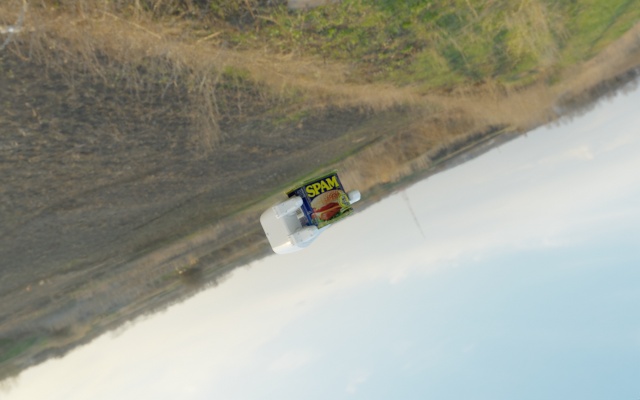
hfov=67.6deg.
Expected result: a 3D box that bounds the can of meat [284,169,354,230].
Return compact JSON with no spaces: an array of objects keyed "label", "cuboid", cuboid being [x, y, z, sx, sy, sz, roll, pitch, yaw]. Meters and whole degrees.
[{"label":"can of meat","cuboid":[0.000,0.003,0.833,0.102,0.084,0.057,-23,-3,-35]}]
